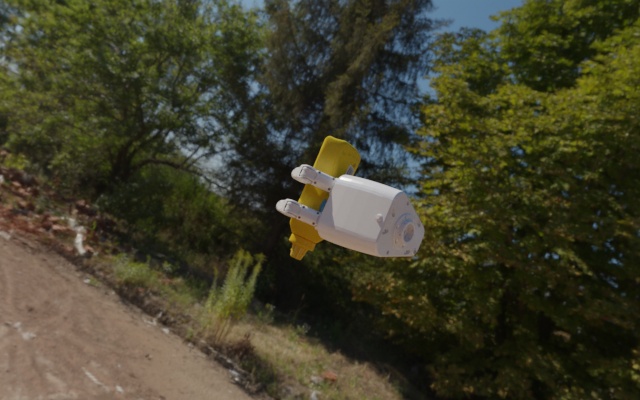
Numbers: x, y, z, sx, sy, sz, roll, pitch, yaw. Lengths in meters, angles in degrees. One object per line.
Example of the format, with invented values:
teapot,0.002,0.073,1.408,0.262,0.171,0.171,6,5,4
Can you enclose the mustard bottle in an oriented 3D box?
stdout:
mustard bottle,0.000,0.002,0.748,0.058,0.191,0.096,21,-7,19
